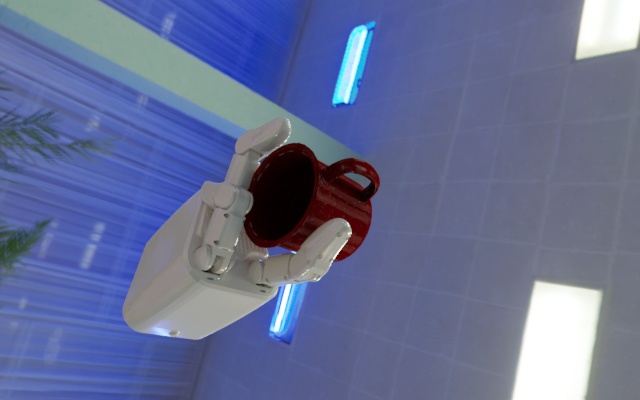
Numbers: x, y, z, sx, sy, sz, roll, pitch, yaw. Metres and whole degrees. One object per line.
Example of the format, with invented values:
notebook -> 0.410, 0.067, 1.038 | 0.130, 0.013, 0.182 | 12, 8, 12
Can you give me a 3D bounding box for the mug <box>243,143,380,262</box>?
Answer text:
mug -> 0.001, 0.001, 0.418 | 0.117, 0.093, 0.081 | -35, -41, 29
